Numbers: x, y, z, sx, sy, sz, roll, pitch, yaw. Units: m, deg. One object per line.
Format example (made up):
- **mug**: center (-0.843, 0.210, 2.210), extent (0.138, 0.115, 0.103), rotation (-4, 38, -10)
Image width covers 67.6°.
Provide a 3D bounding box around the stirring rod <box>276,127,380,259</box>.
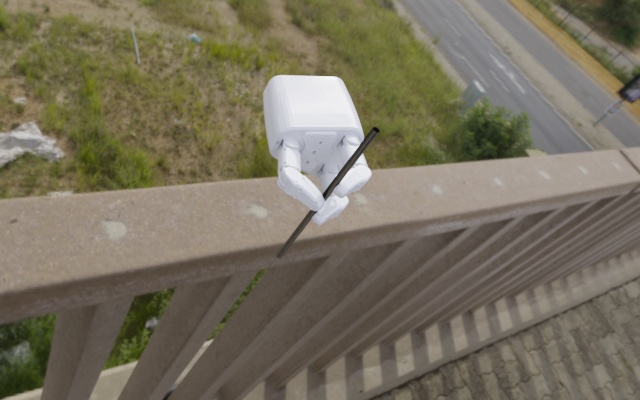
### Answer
- **stirring rod**: center (0.000, 0.002, 0.549), extent (0.011, 0.011, 0.240), rotation (0, -36, -34)
